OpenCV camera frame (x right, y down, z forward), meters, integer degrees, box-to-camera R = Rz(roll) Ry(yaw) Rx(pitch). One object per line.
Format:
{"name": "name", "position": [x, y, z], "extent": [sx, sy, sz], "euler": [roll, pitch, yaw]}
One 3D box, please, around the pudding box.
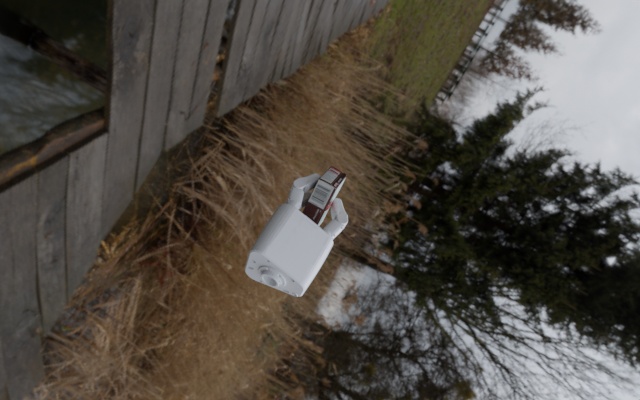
{"name": "pudding box", "position": [0.000, 0.003, 0.865], "extent": [0.039, 0.113, 0.090], "euler": [30, 23, 3]}
